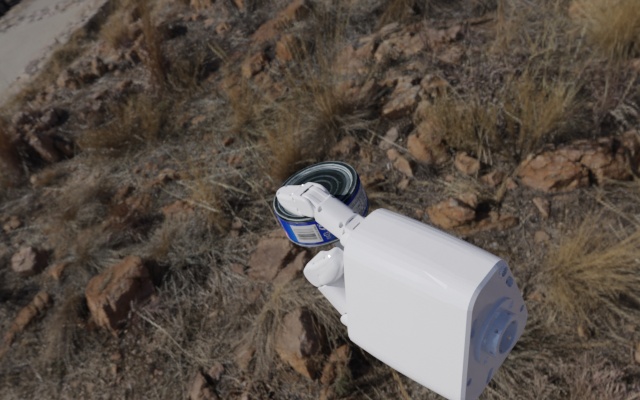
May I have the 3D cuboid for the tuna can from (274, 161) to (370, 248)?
[{"bbox_3d":[0.000,0.001,0.447,0.086,0.034,0.086,-16,37,13],"label":"tuna can"}]
